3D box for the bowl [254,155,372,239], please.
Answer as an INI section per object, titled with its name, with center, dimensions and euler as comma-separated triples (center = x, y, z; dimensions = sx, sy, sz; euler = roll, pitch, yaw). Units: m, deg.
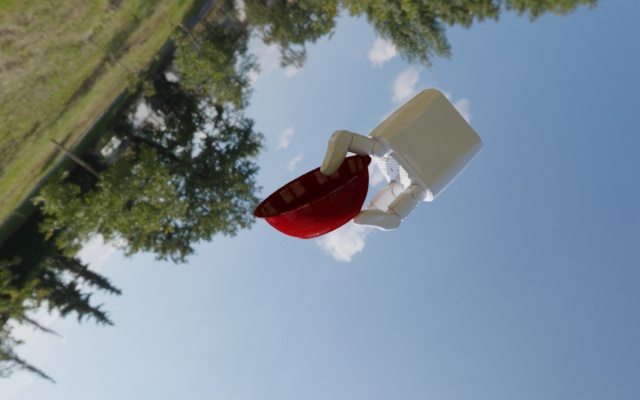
[bowl]
center = -0.001, 0.003, 0.601
dimensions = 0.162, 0.055, 0.162
euler = -24, 15, 7
